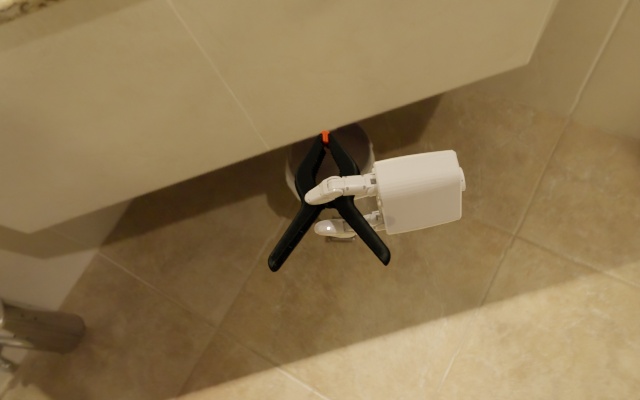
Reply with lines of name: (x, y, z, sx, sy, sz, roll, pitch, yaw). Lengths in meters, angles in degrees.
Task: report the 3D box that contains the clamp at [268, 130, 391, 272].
clamp: (0.000, 0.001, 0.666, 0.164, 0.210, 0.036, -11, -23, 7)
